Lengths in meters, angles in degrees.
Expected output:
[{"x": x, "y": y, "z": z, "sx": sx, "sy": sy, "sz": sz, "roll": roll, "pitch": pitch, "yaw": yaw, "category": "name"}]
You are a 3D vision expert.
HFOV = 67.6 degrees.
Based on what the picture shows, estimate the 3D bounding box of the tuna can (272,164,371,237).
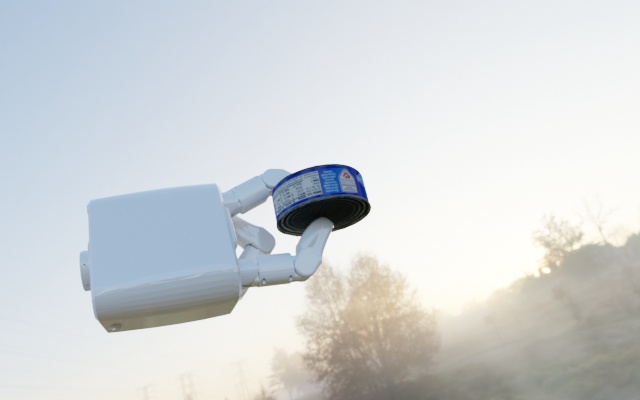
[{"x": 0.000, "y": 0.001, "z": 0.429, "sx": 0.086, "sy": 0.033, "sz": 0.086, "roll": -11, "pitch": -23, "yaw": -5, "category": "tuna can"}]
